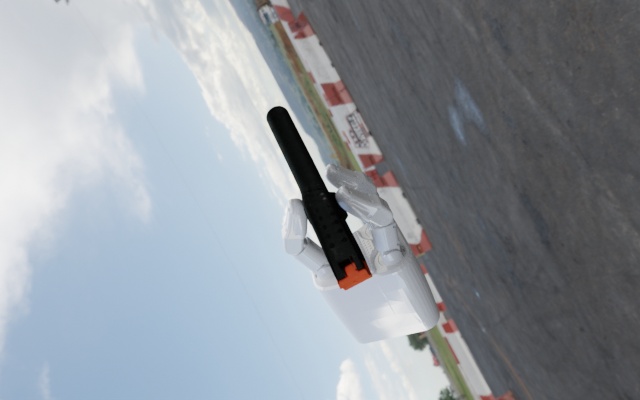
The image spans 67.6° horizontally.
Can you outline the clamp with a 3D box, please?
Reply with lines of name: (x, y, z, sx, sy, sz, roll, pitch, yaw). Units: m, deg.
clamp: (0.000, 0.002, 0.470, 0.036, 0.165, 0.210, -29, 30, 5)
